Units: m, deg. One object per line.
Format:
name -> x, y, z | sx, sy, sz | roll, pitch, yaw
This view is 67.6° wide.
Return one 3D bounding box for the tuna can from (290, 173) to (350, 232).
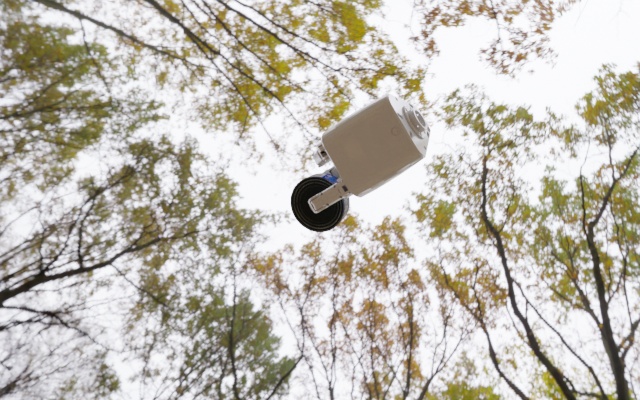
tuna can -> 0.000, 0.002, 0.719 | 0.086, 0.086, 0.033 | 0, 15, 23
